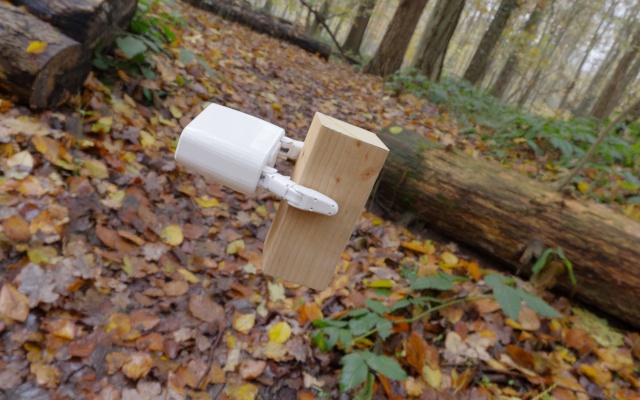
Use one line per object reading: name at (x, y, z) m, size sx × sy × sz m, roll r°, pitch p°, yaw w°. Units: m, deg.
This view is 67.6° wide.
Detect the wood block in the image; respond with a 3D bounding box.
wood block at (0.000, 0.002, 0.630) m, size 0.090 × 0.206 × 0.090 m, roll 19°, pitch 18°, yaw -12°
